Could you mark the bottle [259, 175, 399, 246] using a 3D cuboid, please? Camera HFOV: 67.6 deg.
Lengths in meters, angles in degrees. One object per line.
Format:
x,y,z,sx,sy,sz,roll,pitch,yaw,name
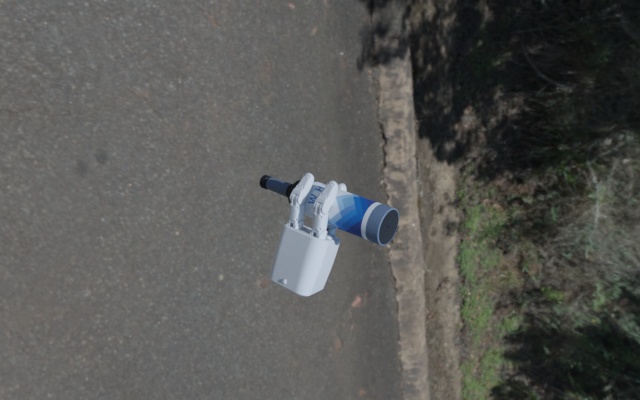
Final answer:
0.000,0.003,0.878,0.295,0.069,0.069,20,12,35,bottle
